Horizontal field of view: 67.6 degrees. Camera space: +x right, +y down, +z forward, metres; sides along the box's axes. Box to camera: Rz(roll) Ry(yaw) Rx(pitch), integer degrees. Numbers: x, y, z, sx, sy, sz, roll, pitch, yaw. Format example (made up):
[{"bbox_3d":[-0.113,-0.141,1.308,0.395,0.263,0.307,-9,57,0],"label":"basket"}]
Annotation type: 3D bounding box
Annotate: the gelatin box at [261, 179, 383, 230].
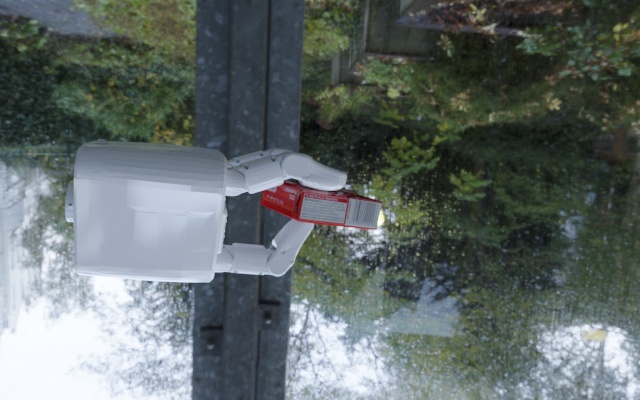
[{"bbox_3d":[0.000,0.002,0.441,0.089,0.030,0.073,8,7,-31],"label":"gelatin box"}]
